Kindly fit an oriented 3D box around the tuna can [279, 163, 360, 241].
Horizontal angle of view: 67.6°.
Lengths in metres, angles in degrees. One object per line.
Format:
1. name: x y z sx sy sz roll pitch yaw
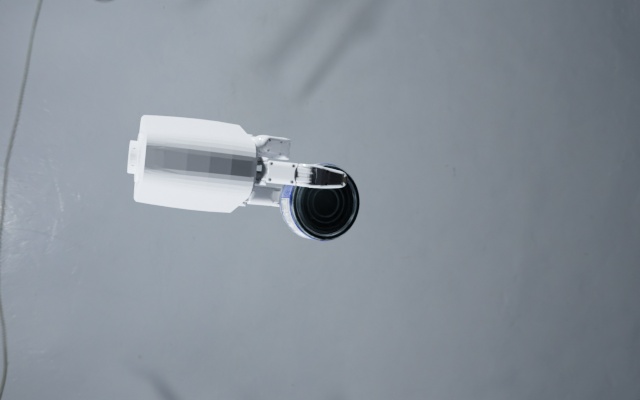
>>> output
1. tuna can: 0.000 0.002 0.528 0.086 0.086 0.034 0 1 -27
